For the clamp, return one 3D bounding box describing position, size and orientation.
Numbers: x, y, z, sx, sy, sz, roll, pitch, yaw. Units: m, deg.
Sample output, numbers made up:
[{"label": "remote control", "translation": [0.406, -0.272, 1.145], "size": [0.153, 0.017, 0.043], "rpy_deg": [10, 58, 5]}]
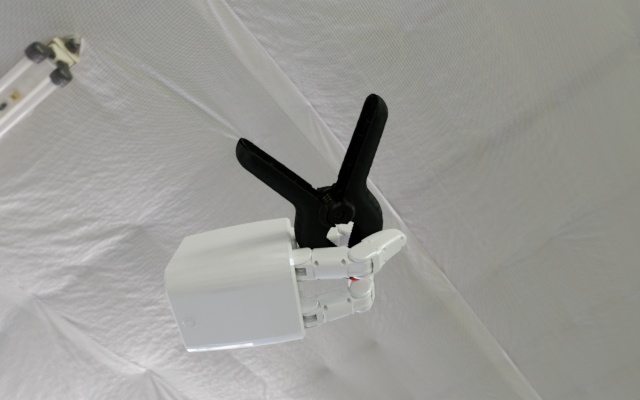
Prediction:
[{"label": "clamp", "translation": [0.000, 0.001, 0.401], "size": [0.120, 0.172, 0.039], "rpy_deg": [-9, 31, -3]}]
